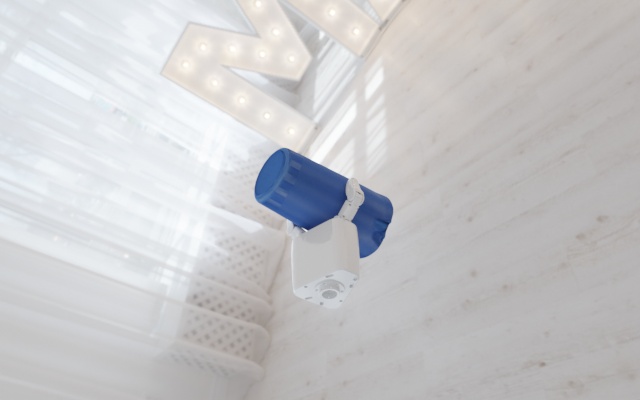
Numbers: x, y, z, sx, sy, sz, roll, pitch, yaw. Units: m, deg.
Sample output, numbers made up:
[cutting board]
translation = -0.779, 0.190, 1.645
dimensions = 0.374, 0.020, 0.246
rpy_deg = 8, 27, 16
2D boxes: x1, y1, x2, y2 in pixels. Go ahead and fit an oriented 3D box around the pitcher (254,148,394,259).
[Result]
[pitcher]
translation = 0.000, 0.003, 0.884
dimensions = 0.243, 0.145, 0.149
rpy_deg = 28, -52, -27
